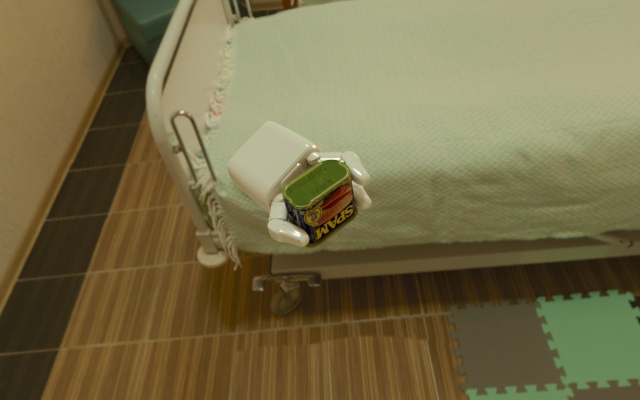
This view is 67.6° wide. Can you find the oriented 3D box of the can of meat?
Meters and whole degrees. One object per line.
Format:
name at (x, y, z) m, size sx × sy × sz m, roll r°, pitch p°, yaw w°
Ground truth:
can of meat at (0.000, 0.002, 0.656) m, size 0.102 × 0.084 × 0.057 m, roll -35°, pitch 51°, yaw -21°
